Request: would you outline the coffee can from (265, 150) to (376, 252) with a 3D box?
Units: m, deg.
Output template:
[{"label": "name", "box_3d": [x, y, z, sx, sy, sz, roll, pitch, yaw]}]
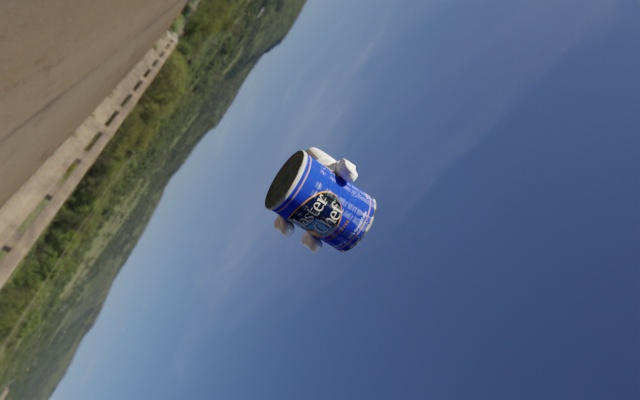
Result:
[{"label": "coffee can", "box_3d": [0.000, 0.002, 0.739, 0.140, 0.103, 0.103, 32, -13, -20]}]
